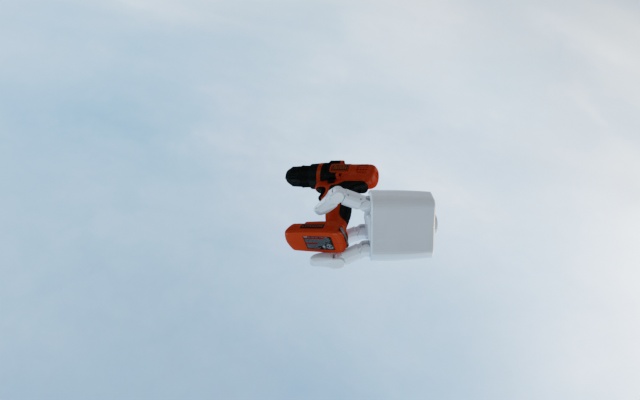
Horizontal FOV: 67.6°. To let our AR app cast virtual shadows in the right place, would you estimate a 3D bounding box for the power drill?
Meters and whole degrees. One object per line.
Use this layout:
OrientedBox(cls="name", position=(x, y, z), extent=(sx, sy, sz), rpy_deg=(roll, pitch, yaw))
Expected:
OrientedBox(cls="power drill", position=(0.000, 0.003, 0.855), extent=(0.184, 0.187, 0.057), rpy_deg=(0, -42, 23))
